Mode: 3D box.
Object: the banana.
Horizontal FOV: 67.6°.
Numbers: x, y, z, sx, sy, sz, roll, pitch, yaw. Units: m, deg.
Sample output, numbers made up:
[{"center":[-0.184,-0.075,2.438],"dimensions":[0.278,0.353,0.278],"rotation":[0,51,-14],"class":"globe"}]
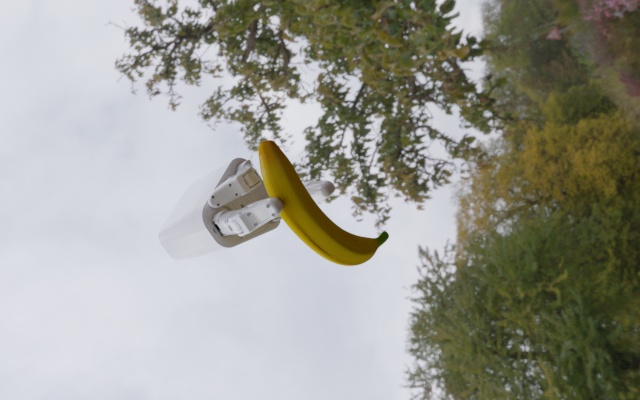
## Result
[{"center":[-0.002,0.018,0.507],"dimensions":[0.037,0.069,0.198],"rotation":[-20,-47,40],"class":"banana"}]
